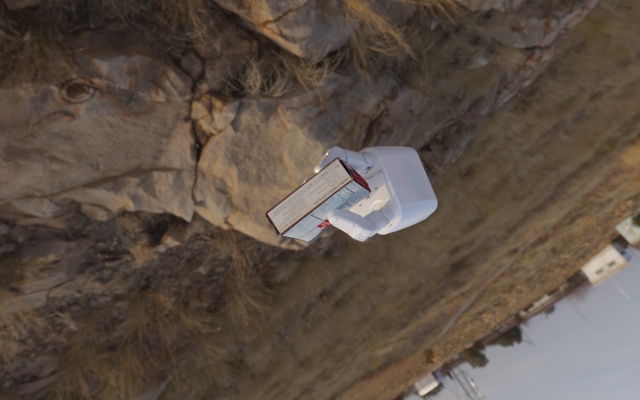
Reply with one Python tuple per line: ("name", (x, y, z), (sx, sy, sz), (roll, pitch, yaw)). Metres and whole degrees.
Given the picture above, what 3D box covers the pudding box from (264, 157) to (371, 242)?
("pudding box", (0.000, 0.002, 0.581), (0.113, 0.039, 0.090), (-39, -20, 9))
